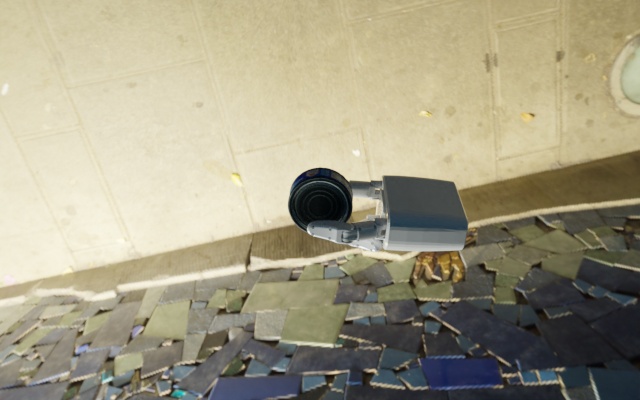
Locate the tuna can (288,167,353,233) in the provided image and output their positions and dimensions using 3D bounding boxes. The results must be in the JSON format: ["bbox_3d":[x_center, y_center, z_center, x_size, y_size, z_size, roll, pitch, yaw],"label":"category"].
[{"bbox_3d":[0.000,0.002,0.626,0.086,0.086,0.033,0,25,3],"label":"tuna can"}]
